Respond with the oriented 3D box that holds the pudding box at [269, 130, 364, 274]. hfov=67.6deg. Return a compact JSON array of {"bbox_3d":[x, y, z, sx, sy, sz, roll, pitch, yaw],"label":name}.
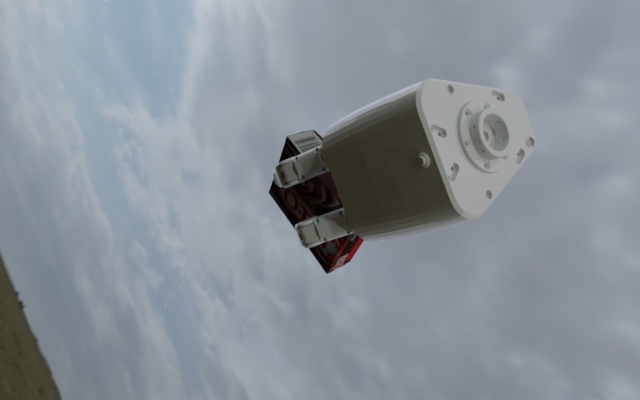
[{"bbox_3d":[0.000,0.001,0.464,0.039,0.113,0.090,-21,-27,-32],"label":"pudding box"}]
